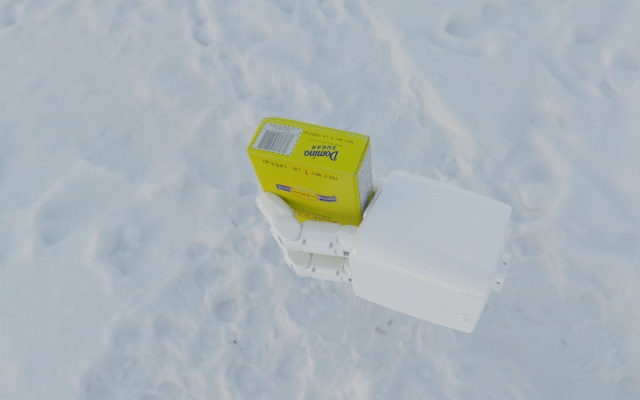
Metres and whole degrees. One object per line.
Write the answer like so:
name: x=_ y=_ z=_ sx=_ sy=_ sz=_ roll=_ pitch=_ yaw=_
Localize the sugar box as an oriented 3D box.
sugar box: x=0.000 y=0.002 z=0.441 sx=0.093 sy=0.048 sz=0.176 roll=14 pitch=-30 yaw=17
